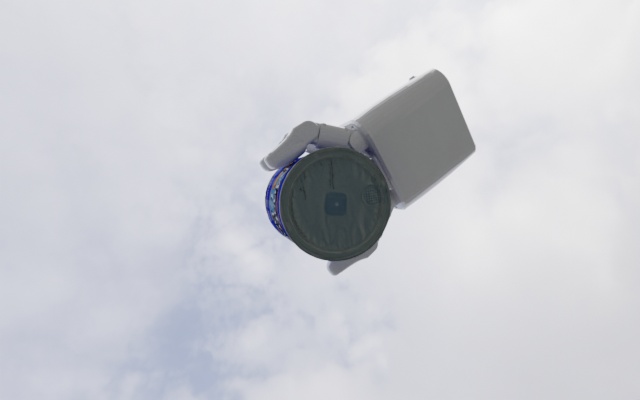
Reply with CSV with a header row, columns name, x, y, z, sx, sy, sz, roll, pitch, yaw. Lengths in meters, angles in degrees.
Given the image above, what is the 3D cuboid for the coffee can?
name,x,y,z,sx,sy,sz,roll,pitch,yaw
coffee can,0.000,0.002,0.492,0.103,0.103,0.140,0,2,-12
